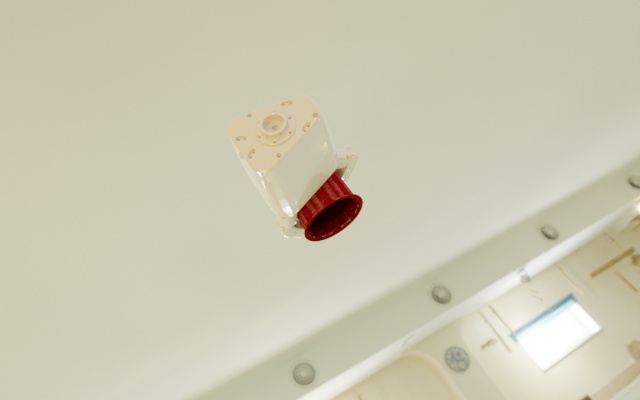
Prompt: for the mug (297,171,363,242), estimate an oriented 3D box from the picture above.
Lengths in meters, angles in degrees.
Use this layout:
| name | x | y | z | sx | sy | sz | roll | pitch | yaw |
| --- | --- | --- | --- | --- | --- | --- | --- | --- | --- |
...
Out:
| name | x | y | z | sx | sy | sz | roll | pitch | yaw |
| --- | --- | --- | --- | --- | --- | --- | --- | --- | --- |
| mug | 0.000 | 0.003 | 0.674 | 0.093 | 0.081 | 0.117 | -32 | -29 | -7 |
